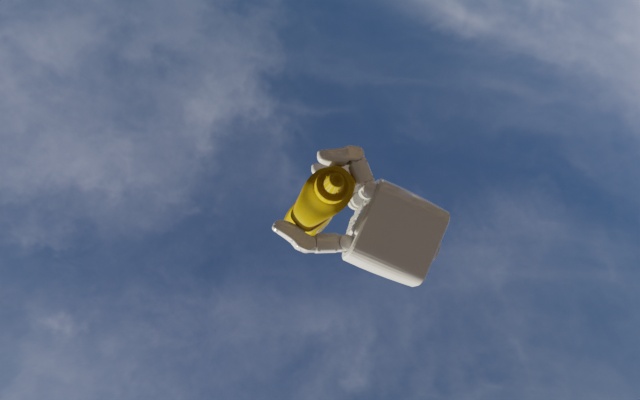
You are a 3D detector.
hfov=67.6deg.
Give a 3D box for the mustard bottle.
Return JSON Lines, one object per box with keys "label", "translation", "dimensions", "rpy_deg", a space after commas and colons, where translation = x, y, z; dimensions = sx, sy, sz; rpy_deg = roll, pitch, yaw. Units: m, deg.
{"label": "mustard bottle", "translation": [0.000, 0.002, 0.635], "dimensions": [0.096, 0.058, 0.192], "rpy_deg": [-42, -3, -19]}
